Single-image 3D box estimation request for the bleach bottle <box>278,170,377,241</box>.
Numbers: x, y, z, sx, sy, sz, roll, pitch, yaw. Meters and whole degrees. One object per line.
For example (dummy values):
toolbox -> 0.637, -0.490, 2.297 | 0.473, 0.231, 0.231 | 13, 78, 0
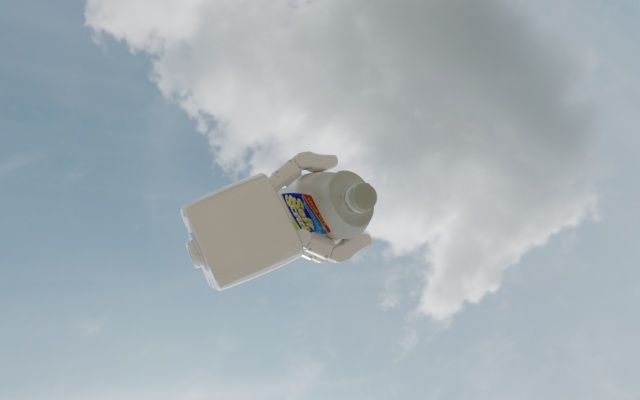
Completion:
bleach bottle -> 0.000, 0.002, 0.608 | 0.068, 0.102, 0.251 | -22, 1, -21
